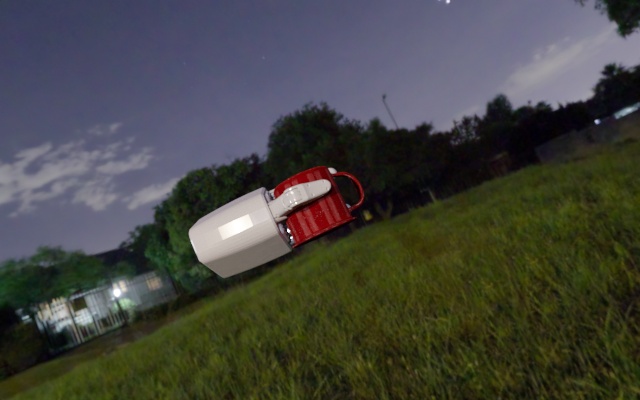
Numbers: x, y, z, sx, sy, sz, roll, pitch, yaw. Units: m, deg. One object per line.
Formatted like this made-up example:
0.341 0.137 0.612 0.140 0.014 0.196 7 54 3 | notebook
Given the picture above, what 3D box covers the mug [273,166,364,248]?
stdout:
0.001 0.001 0.631 0.117 0.081 0.093 -25 -7 -2 | mug
